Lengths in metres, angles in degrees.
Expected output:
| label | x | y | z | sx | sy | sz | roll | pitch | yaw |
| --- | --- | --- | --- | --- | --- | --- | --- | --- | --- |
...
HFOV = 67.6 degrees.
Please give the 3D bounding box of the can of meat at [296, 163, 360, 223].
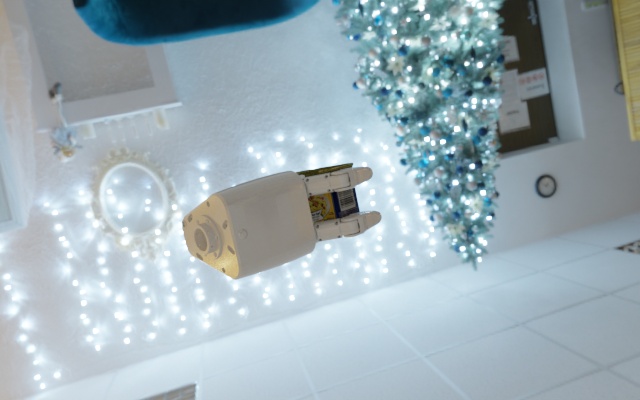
| label | x | y | z | sx | sy | sz | roll | pitch | yaw |
| --- | --- | --- | --- | --- | --- | --- | --- | --- | --- |
| can of meat | 0.000 | 0.002 | 0.602 | 0.102 | 0.084 | 0.057 | -6 | 8 | 43 |
